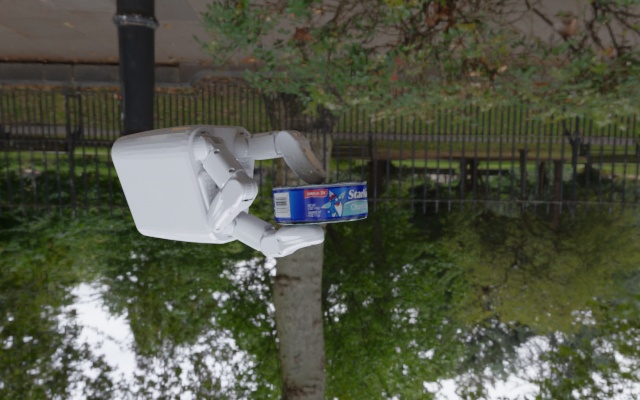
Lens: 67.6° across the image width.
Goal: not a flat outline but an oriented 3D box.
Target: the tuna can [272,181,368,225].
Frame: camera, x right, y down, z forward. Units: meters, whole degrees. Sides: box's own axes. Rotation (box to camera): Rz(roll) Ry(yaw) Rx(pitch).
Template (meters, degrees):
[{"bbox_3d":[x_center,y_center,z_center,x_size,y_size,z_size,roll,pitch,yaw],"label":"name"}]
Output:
[{"bbox_3d":[0.000,0.002,0.433,0.086,0.034,0.086,-4,1,0],"label":"tuna can"}]
